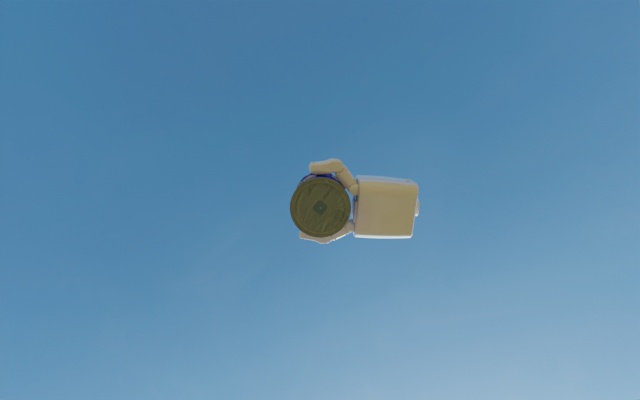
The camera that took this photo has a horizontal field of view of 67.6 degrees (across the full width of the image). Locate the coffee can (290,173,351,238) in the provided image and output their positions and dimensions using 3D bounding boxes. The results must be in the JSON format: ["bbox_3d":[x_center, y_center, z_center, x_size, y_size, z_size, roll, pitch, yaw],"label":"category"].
[{"bbox_3d":[0.000,0.003,0.864,0.103,0.103,0.140,0,8,0],"label":"coffee can"}]
